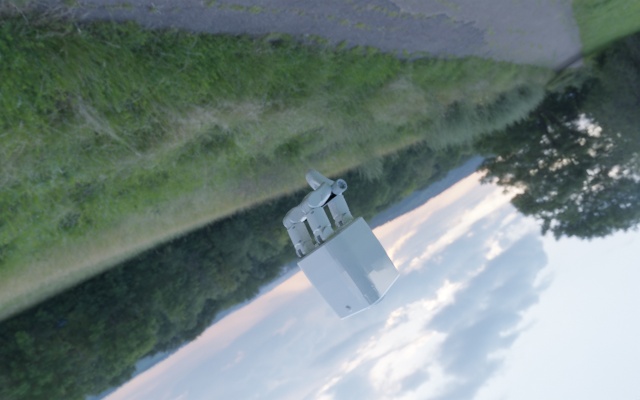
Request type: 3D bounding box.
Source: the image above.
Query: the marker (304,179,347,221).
[{"bbox_3d":[0.000,0.002,0.728,0.020,0.020,0.121,0,-25,-34],"label":"marker"}]
